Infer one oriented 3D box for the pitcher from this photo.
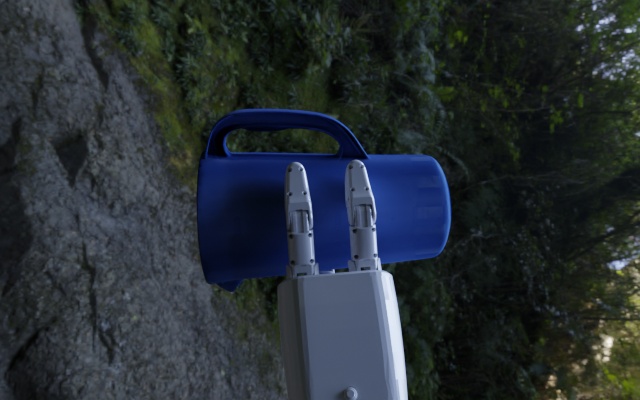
[{"bbox_3d":[0.000,0.002,0.485,0.243,0.145,0.149,-3,-27,-6],"label":"pitcher"}]
